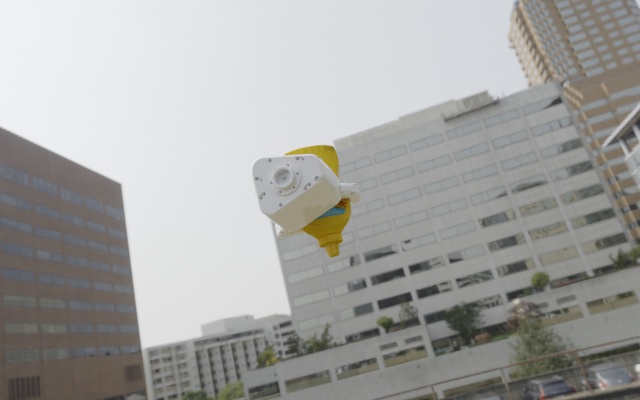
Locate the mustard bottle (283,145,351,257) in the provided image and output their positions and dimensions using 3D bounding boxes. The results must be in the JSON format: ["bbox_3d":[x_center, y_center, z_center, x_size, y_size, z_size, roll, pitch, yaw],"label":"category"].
[{"bbox_3d":[0.000,0.003,0.812,0.096,0.191,0.058,-11,-18,-12],"label":"mustard bottle"}]
